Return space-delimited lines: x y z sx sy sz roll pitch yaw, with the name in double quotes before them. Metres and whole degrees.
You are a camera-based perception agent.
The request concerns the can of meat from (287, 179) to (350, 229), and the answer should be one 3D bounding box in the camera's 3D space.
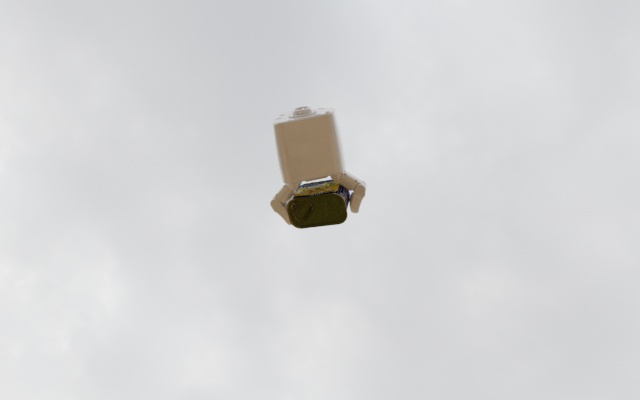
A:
"can of meat" 0.000 0.003 0.840 0.102 0.057 0.084 -8 22 13
